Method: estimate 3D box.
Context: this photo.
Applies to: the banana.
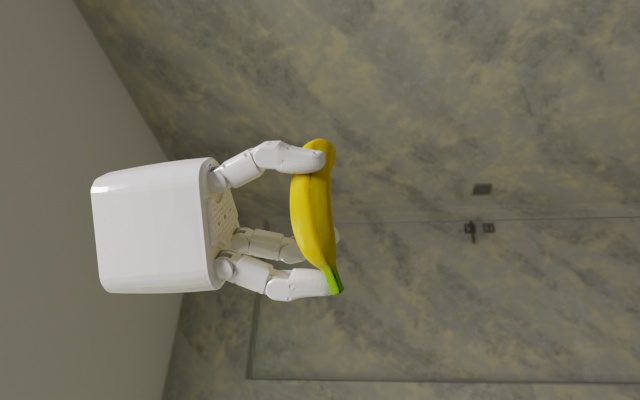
[{"bbox_3d":[-0.004,-0.009,0.447,0.037,0.070,0.197,-9,42,9],"label":"banana"}]
